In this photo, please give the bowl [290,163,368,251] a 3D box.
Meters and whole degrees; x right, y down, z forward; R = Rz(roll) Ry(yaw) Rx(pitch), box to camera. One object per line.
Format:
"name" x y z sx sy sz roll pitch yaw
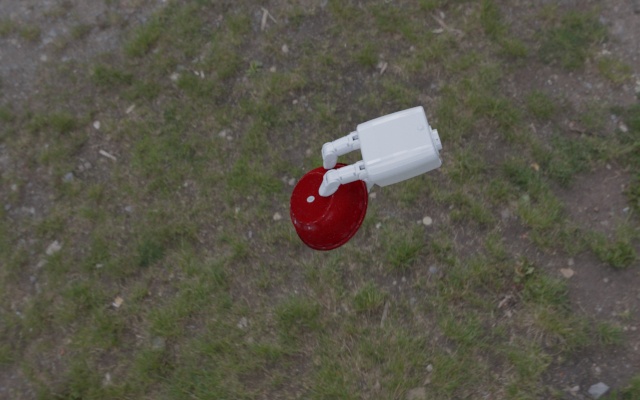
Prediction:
"bowl" -0.001 0.003 0.823 0.162 0.162 0.055 0 -16 39
